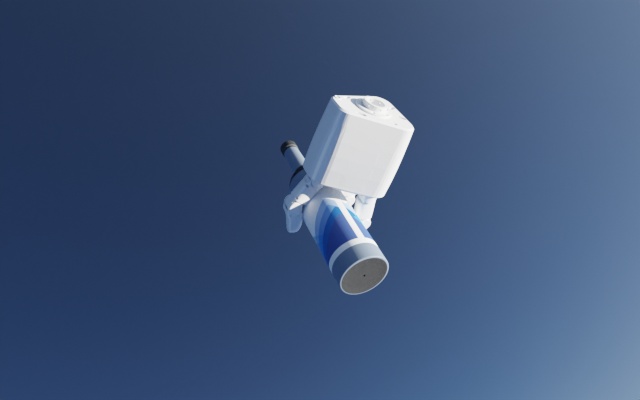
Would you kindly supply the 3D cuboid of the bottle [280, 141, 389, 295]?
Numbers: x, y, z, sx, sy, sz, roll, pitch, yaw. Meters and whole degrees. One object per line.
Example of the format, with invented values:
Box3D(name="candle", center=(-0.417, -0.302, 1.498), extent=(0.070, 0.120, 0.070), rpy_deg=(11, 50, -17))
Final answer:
Box3D(name="bottle", center=(0.000, 0.002, 0.683), extent=(0.069, 0.069, 0.295), rpy_deg=(0, 38, -27))
